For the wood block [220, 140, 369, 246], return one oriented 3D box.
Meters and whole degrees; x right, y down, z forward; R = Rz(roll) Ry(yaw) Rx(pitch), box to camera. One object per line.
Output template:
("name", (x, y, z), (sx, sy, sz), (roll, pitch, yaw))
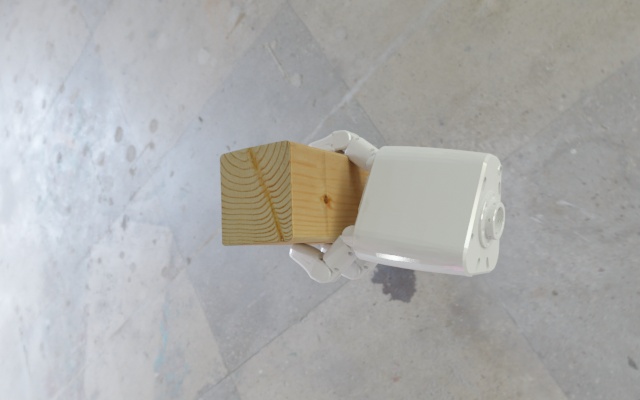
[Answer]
("wood block", (0.000, 0.001, 0.515), (0.090, 0.091, 0.206), (-7, -8, 36))
